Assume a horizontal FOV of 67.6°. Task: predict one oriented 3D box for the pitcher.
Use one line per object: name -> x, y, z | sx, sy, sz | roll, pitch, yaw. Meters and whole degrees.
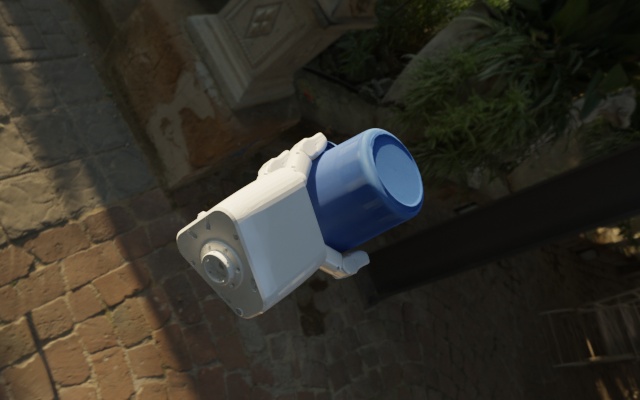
pitcher -> 0.000, 0.002, 0.595 | 0.243, 0.149, 0.145 | -28, 2, 38
